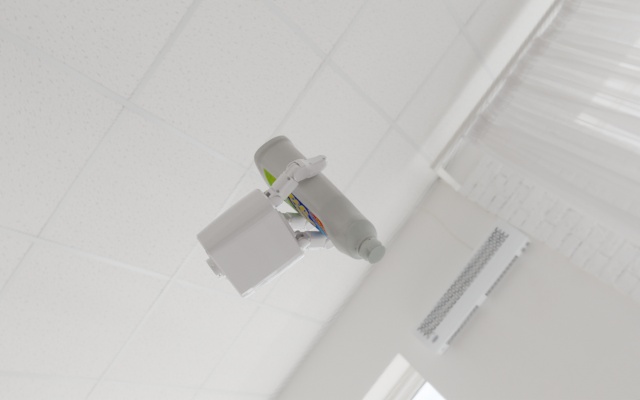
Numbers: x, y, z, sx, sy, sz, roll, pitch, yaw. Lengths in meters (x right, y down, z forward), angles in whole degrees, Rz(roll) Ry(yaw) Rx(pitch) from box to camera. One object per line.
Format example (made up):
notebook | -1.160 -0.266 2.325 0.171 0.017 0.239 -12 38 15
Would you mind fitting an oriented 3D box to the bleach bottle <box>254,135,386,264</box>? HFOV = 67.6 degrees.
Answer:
bleach bottle | 0.000 0.002 0.679 0.068 0.103 0.250 -37 46 -13
